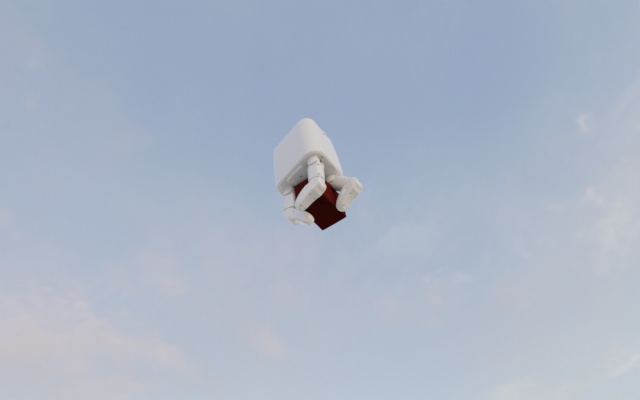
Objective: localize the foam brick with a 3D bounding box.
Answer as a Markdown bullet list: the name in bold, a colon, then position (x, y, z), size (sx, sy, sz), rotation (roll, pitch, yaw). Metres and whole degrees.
- **foam brick**: position (0.000, 0.003, 0.811), size (0.053, 0.051, 0.078), rotation (-29, -47, 18)
